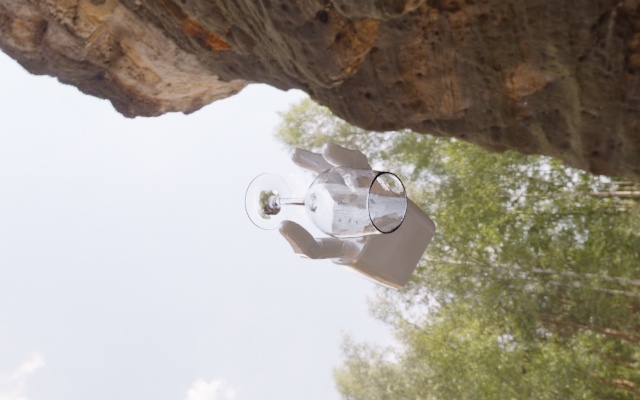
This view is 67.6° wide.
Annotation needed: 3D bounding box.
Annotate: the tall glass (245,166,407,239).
[{"bbox_3d":[0.000,0.002,0.543,0.079,0.079,0.201,0,0,-42],"label":"tall glass"}]
